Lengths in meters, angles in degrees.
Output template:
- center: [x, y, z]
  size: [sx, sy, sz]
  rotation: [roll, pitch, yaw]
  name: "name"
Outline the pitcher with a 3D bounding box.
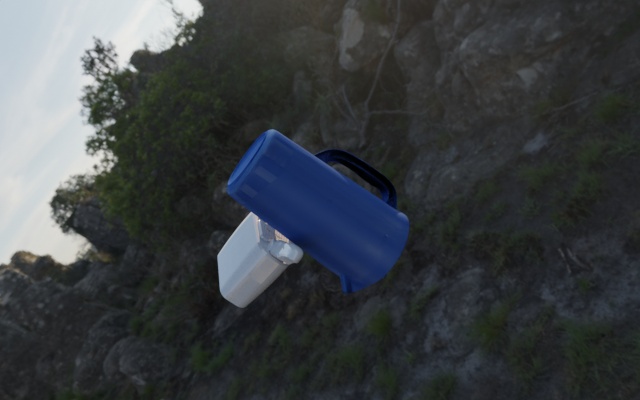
- center: [0.000, 0.002, 0.677]
  size: [0.243, 0.145, 0.149]
  rotation: [36, 21, -17]
  name: "pitcher"
